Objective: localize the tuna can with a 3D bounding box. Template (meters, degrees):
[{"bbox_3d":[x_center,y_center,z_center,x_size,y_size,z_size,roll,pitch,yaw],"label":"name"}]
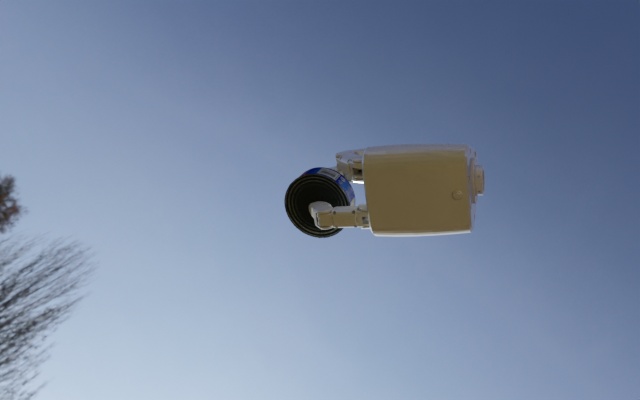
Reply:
[{"bbox_3d":[0.000,0.002,0.604,0.086,0.086,0.033,0,21,20],"label":"tuna can"}]
